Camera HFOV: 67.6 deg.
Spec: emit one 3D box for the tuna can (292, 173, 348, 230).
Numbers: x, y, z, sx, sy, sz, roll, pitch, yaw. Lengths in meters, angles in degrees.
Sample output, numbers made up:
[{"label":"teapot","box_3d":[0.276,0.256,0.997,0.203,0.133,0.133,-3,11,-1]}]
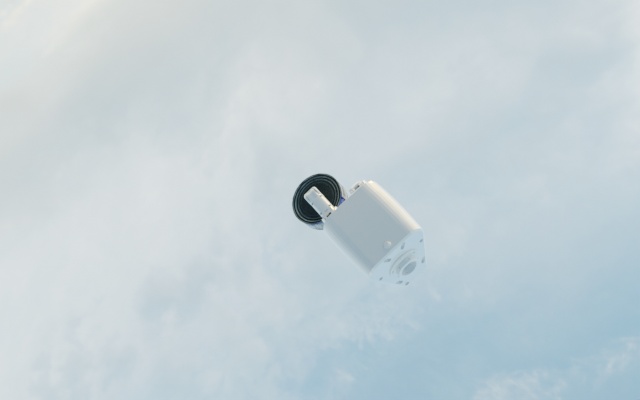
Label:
[{"label":"tuna can","box_3d":[0.000,0.003,0.754,0.086,0.086,0.034,0,-22,29]}]
